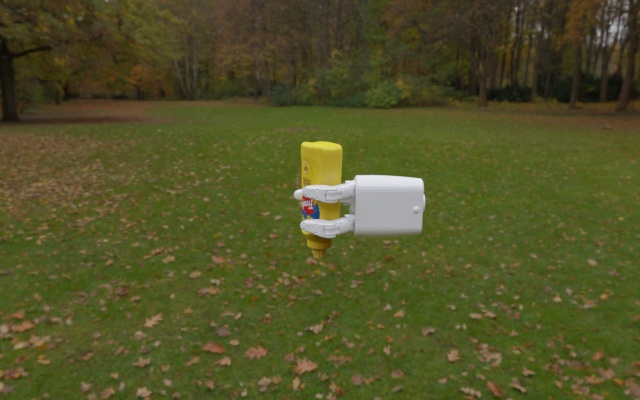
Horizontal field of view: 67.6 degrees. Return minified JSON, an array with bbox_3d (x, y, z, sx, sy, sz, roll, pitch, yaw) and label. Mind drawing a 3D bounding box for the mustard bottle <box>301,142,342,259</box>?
[{"bbox_3d":[0.000,0.002,0.783,0.058,0.192,0.096,-5,14,-23],"label":"mustard bottle"}]
